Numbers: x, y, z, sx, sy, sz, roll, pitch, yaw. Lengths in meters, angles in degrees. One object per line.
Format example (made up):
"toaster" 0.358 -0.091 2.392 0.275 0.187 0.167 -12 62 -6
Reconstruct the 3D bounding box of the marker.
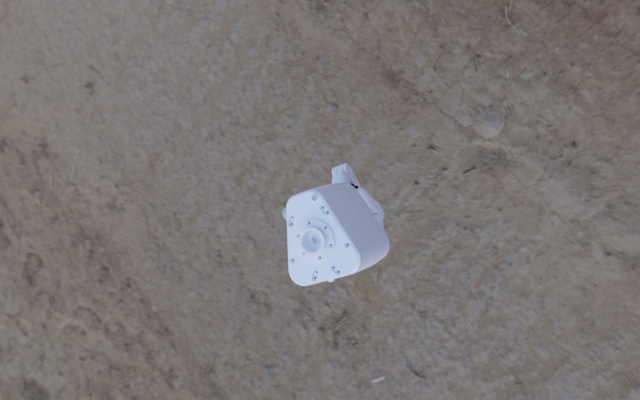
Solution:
"marker" 0.000 0.002 0.684 0.121 0.020 0.020 -20 -8 24
